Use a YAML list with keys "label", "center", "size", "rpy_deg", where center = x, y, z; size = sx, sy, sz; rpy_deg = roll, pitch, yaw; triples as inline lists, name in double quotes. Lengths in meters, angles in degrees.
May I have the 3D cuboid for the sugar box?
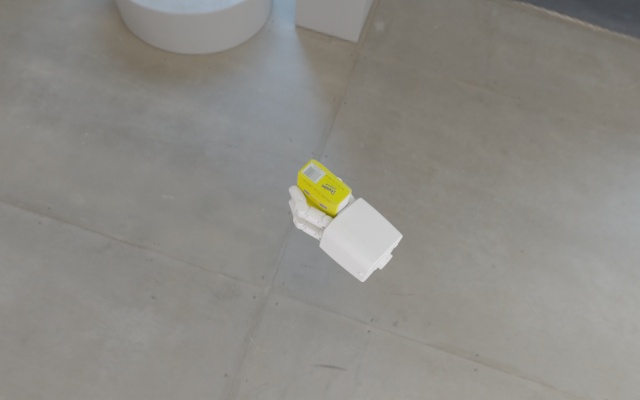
- label: "sugar box"
  center: [0.000, 0.003, 0.888]
  size: [0.093, 0.048, 0.176]
  rpy_deg: [41, -24, 14]
